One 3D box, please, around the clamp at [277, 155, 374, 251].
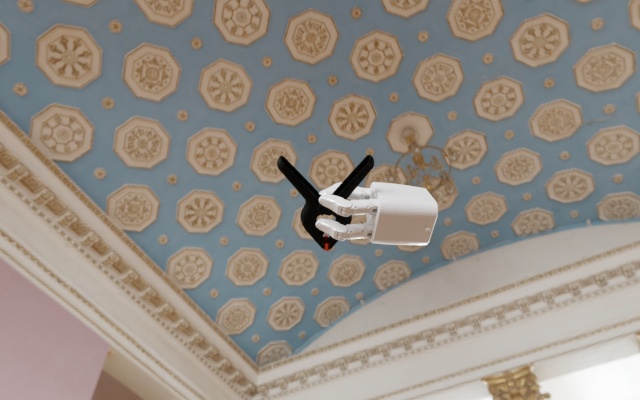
[{"bbox_3d":[0.000,0.003,0.862,0.164,0.210,0.036,6,36,-2],"label":"clamp"}]
